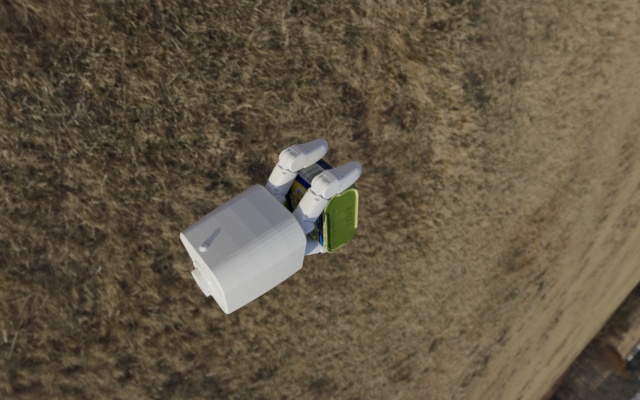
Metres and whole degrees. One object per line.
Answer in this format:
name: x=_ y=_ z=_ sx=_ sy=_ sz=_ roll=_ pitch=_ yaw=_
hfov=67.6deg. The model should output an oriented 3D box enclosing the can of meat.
can of meat: x=0.000 y=0.002 z=0.581 sx=0.057 sy=0.102 sz=0.084 roll=-30 pitch=52 yaw=-24
